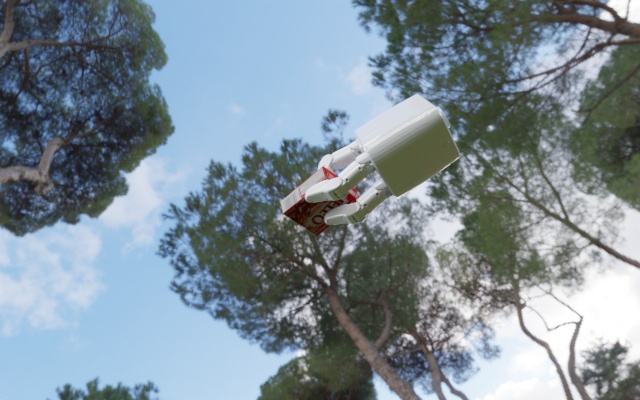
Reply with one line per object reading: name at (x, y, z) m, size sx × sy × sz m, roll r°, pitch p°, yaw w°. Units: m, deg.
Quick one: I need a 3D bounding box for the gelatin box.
gelatin box at (0.000, 0.002, 0.682) m, size 0.089 × 0.030 × 0.073 m, roll -39°, pitch -51°, yaw 21°
